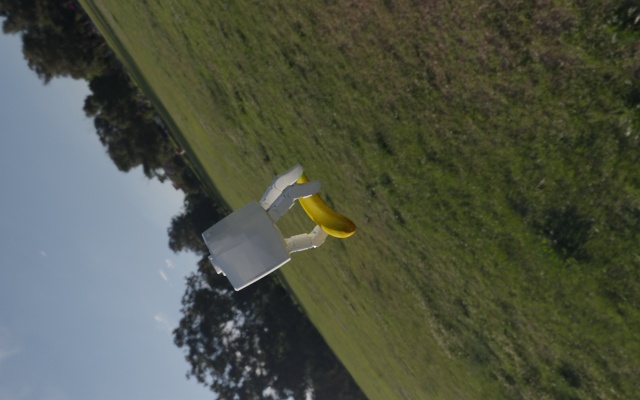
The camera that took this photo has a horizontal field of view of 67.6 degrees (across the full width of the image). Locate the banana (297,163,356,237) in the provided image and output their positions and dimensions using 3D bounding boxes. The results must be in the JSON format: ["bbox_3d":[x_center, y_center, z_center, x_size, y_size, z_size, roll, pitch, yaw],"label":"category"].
[{"bbox_3d":[0.002,0.014,0.798,0.037,0.070,0.197,-28,44,-14],"label":"banana"}]
